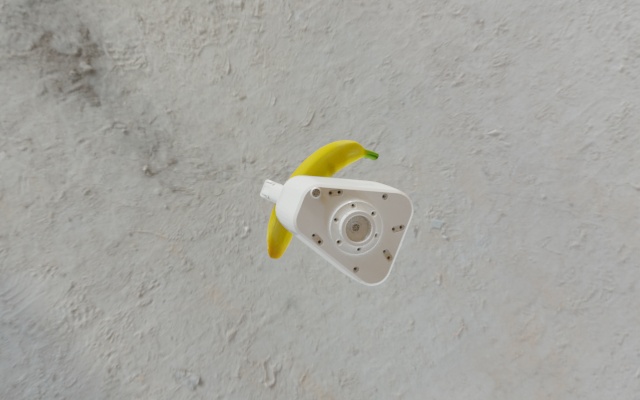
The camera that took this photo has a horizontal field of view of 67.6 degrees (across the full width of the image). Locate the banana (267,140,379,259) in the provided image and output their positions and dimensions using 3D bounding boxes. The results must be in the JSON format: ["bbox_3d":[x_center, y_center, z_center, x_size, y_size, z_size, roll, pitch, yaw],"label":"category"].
[{"bbox_3d":[-0.010,-0.014,0.608,0.198,0.070,0.037,-44,16,-6],"label":"banana"}]
